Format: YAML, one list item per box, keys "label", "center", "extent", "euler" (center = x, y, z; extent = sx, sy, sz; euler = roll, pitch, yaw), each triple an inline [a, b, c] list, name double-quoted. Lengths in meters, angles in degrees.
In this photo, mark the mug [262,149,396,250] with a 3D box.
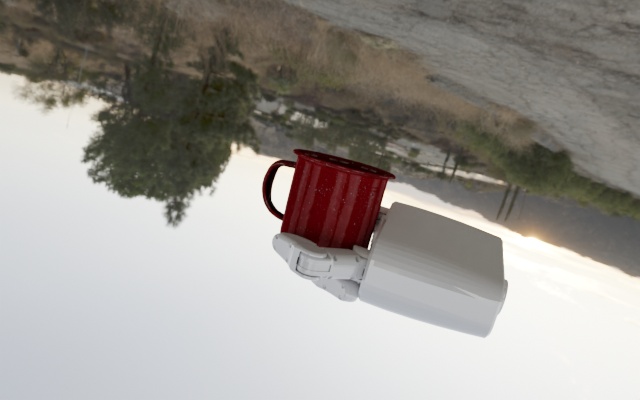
- label: "mug"
  center: [-0.001, 0.001, 0.430]
  extent: [0.117, 0.081, 0.093]
  euler: [17, 10, 14]
